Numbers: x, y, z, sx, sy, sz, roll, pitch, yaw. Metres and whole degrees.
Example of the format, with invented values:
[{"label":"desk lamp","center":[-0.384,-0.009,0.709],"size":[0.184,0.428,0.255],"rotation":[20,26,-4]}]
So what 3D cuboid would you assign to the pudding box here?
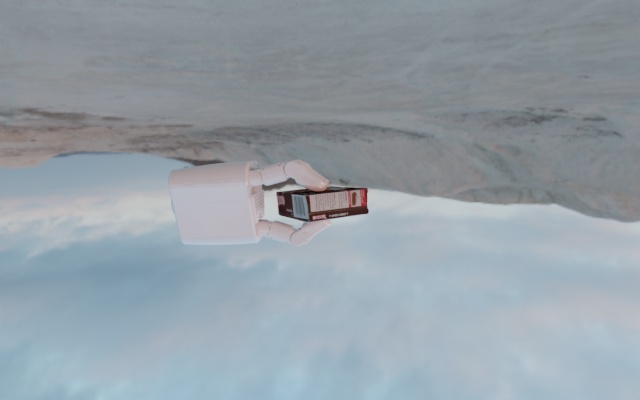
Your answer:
[{"label":"pudding box","center":[0.000,0.002,0.652],"size":[0.090,0.039,0.113],"rotation":[-8,8,-24]}]
